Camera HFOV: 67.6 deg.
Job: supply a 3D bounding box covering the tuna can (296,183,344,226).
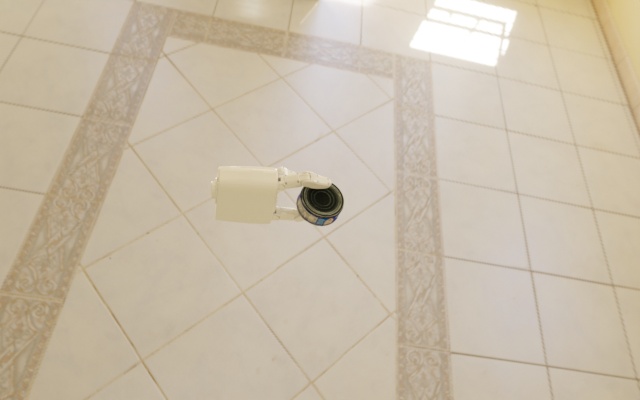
[{"bbox_3d":[0.000,0.003,0.892,0.086,0.086,0.034,0,-31,-19],"label":"tuna can"}]
